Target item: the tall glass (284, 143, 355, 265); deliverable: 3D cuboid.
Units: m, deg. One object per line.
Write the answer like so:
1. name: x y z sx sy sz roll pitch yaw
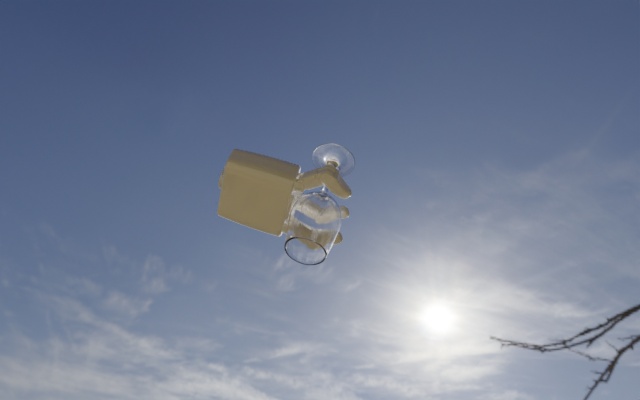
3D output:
1. tall glass: 0.000 0.002 0.737 0.079 0.201 0.079 9 -43 8
